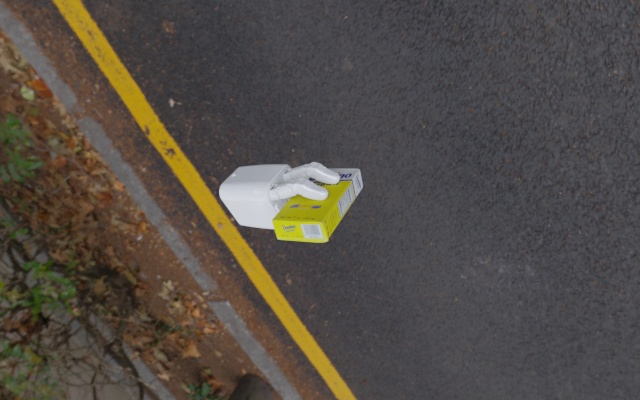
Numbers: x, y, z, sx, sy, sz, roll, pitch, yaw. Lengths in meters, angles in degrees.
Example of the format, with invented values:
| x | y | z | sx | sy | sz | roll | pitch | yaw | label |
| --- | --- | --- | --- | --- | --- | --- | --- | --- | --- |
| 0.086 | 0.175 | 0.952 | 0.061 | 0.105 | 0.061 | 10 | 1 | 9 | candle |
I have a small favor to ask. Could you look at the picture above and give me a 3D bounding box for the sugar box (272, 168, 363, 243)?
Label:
| x | y | z | sx | sy | sz | roll | pitch | yaw | label |
| --- | --- | --- | --- | --- | --- | --- | --- | --- | --- |
| 0.000 | 0.002 | 0.816 | 0.093 | 0.048 | 0.176 | 2 | 35 | 26 | sugar box |
